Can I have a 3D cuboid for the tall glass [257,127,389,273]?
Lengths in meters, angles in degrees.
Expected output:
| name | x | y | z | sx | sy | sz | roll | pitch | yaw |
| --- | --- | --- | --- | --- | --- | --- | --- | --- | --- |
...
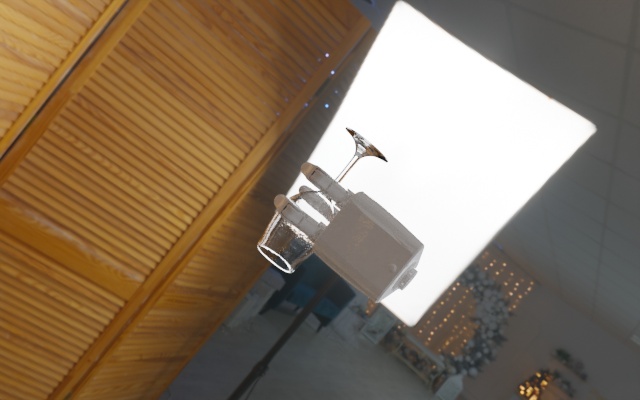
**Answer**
| name | x | y | z | sx | sy | sz | roll | pitch | yaw |
| --- | --- | --- | --- | --- | --- | --- | --- | --- | --- |
| tall glass | 0.000 | 0.001 | 0.644 | 0.079 | 0.201 | 0.079 | 39 | 2 | -1 |
